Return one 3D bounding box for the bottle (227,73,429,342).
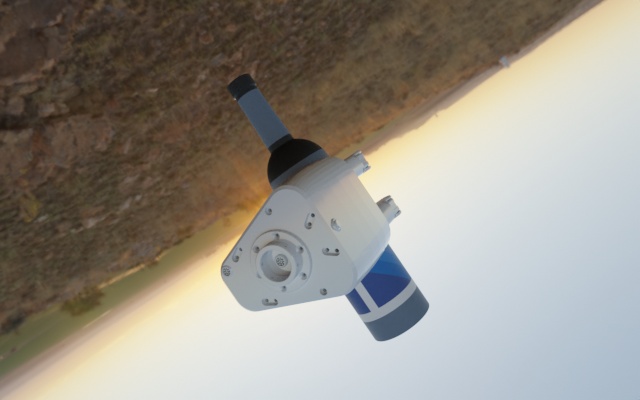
[{"bbox_3d":[0.000,0.002,0.483,0.069,0.296,0.069,-34,1,1],"label":"bottle"}]
